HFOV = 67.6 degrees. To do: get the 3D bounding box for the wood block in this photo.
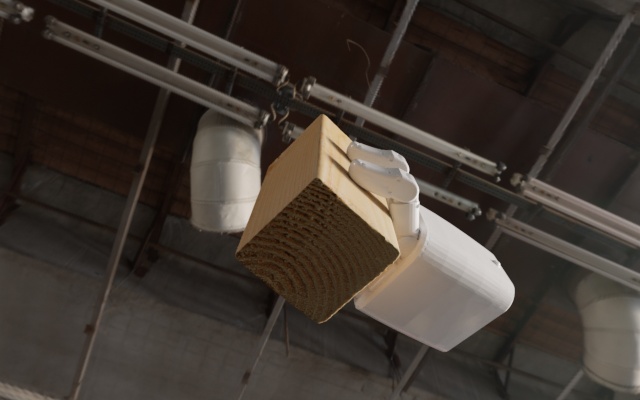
[{"bbox_3d":[0.000,0.002,0.442,0.090,0.091,0.206,42,17,-14],"label":"wood block"}]
